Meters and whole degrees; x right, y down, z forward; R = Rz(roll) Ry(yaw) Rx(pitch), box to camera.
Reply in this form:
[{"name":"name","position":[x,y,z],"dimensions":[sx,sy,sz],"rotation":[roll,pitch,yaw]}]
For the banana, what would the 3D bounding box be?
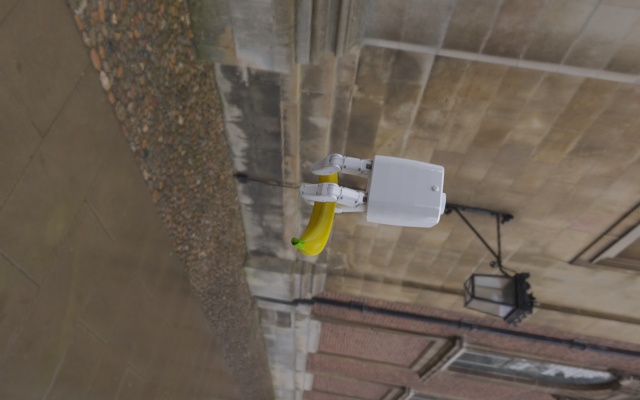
[{"name":"banana","position":[0.000,0.019,0.735],"dimensions":[0.037,0.070,0.197],"rotation":[7,42,12]}]
